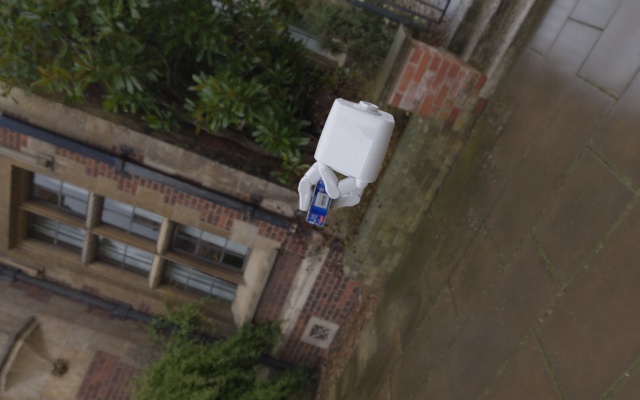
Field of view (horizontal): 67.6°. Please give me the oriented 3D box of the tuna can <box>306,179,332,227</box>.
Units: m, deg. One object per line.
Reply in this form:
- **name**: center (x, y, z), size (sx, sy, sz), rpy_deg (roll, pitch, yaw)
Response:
- **tuna can**: center (0.000, 0.003, 0.877), size (0.034, 0.086, 0.086), rpy_deg (15, -1, -2)
